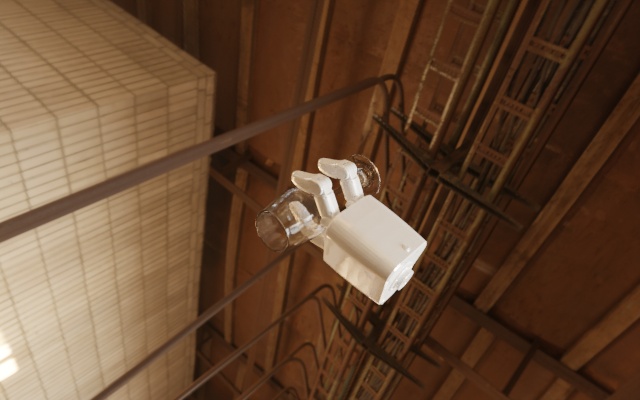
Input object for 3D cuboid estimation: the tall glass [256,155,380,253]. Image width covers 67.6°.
[{"bbox_3d":[0.000,0.002,0.693,0.079,0.079,0.201,0,24,46],"label":"tall glass"}]
